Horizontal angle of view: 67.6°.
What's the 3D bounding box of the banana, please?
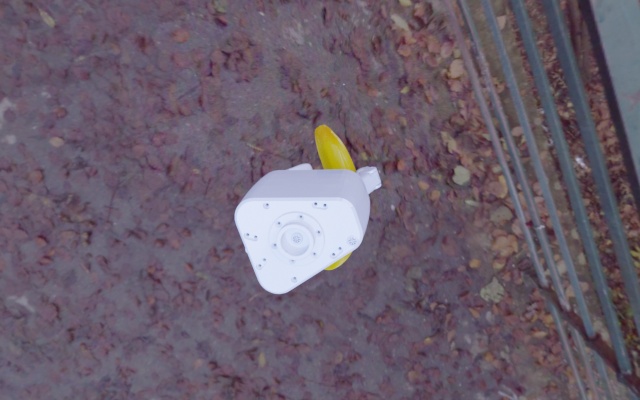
[{"bbox_3d":[0.018,0.008,0.593,0.069,0.198,0.037,9,17,9],"label":"banana"}]
